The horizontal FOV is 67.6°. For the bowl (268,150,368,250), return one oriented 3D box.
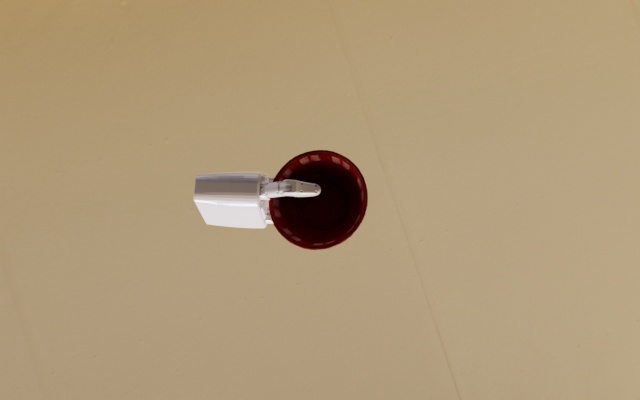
[{"bbox_3d":[0.001,0.003,0.775,0.162,0.162,0.055,0,-12,13],"label":"bowl"}]
